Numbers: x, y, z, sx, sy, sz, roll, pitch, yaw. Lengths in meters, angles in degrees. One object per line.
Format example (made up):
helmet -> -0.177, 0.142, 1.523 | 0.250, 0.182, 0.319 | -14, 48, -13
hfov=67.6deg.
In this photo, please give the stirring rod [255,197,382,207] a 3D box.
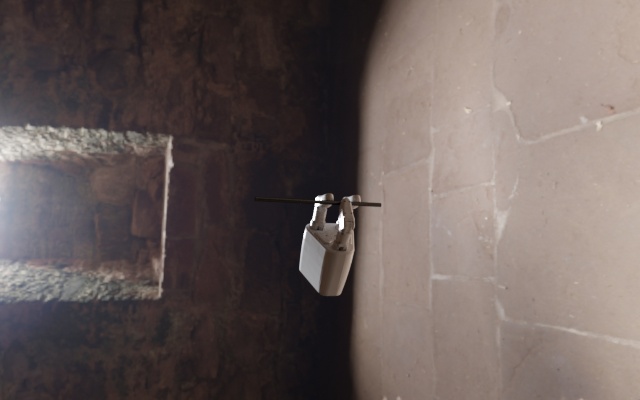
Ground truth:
stirring rod -> 0.000, 0.003, 0.872 | 0.239, 0.011, 0.011 | 3, -1, -18
